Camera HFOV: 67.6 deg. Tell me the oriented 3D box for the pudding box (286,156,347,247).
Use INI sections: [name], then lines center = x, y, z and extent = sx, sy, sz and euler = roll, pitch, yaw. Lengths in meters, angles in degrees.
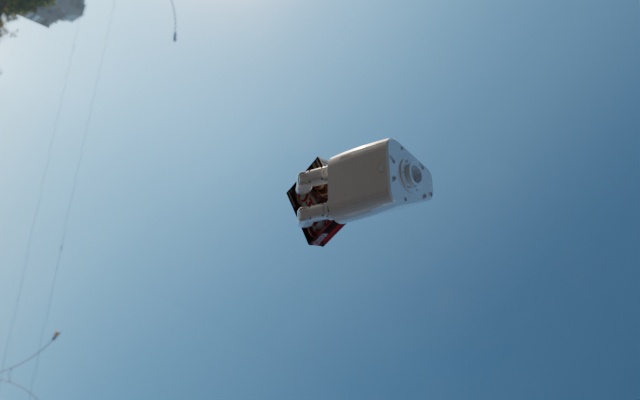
[pudding box]
center = 0.000, 0.002, 0.752
extent = 0.039, 0.113, 0.090
euler = 16, -52, -41
